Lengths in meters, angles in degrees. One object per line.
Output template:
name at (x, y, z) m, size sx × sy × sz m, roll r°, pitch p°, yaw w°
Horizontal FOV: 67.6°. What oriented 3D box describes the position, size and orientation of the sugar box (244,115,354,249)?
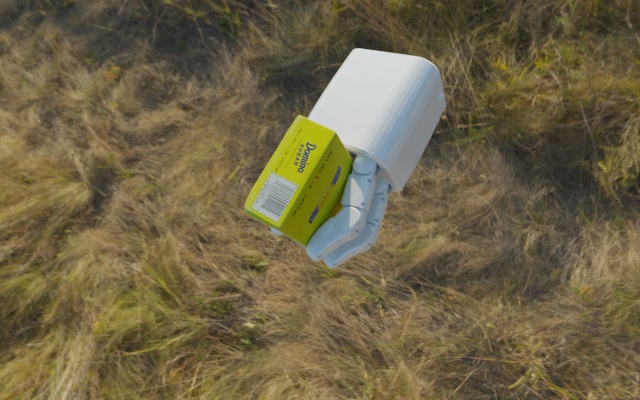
sugar box at (0.001, 0.002, 0.459) m, size 0.048 × 0.093 × 0.176 m, roll 28°, pitch -6°, yaw 25°
